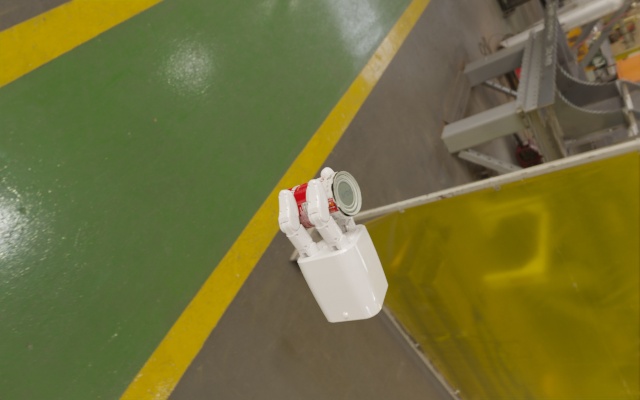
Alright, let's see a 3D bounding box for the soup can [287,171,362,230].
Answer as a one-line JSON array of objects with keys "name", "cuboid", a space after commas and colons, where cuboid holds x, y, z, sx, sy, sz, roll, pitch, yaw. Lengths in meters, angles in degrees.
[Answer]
[{"name": "soup can", "cuboid": [0.000, 0.002, 0.696, 0.102, 0.068, 0.068, -17, -11, 37]}]
